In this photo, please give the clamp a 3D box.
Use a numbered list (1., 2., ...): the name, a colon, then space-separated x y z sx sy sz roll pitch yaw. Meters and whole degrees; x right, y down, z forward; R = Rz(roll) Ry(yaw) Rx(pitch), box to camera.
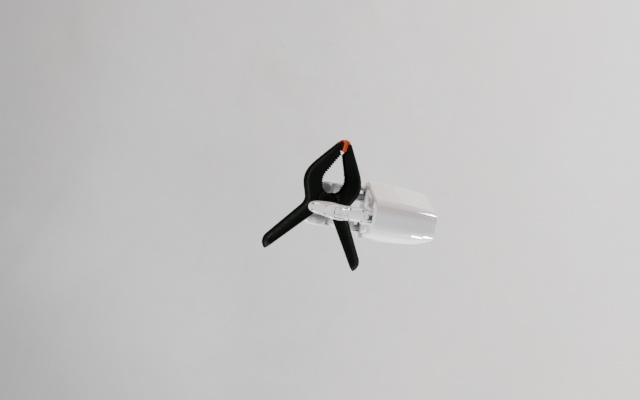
1. clamp: 0.001 0.002 0.768 0.164 0.210 0.036 9 6 -12
